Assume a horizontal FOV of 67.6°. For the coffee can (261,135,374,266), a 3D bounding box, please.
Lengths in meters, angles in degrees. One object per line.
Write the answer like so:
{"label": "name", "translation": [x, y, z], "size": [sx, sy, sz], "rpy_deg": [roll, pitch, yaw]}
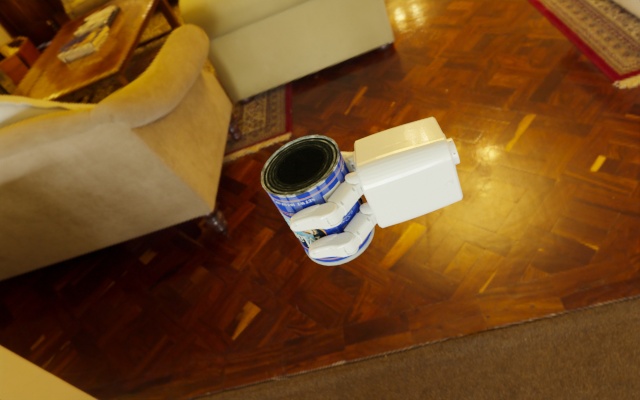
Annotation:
{"label": "coffee can", "translation": [0.000, 0.002, 0.614], "size": [0.103, 0.102, 0.140], "rpy_deg": [0, -41, 29]}
